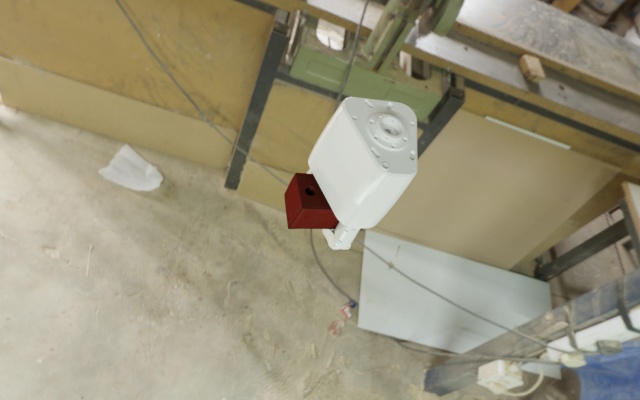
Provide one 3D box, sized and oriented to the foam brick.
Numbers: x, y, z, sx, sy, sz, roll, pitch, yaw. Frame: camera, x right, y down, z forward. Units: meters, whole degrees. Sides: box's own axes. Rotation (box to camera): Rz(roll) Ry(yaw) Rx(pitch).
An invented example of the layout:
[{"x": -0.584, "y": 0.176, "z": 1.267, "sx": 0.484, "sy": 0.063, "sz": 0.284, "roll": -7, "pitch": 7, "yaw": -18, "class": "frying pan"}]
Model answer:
[{"x": 0.000, "y": 0.002, "z": 0.593, "sx": 0.078, "sy": 0.053, "sz": 0.051, "roll": 2, "pitch": -32, "yaw": -22, "class": "foam brick"}]
